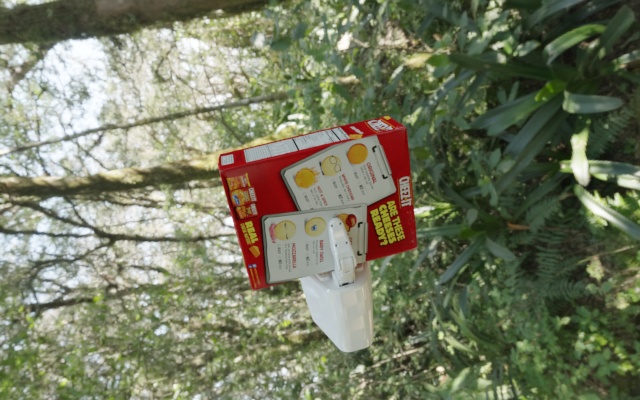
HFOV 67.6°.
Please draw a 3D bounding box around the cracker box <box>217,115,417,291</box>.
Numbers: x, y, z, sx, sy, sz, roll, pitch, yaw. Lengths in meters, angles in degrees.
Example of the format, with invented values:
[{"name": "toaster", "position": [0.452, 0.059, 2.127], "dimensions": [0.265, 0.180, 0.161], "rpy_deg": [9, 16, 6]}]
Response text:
[{"name": "cracker box", "position": [0.000, 0.002, 0.580], "dimensions": [0.213, 0.164, 0.072], "rpy_deg": [-14, 27, -7]}]
